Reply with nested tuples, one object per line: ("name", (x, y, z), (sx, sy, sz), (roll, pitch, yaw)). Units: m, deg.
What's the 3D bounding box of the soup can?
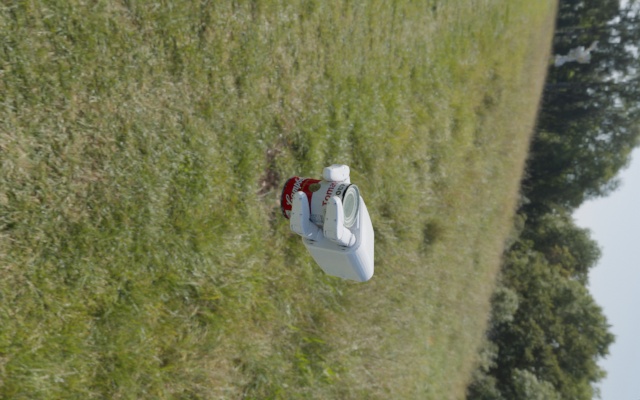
("soup can", (0.000, 0.002, 0.719), (0.102, 0.068, 0.068), (8, 4, 26))
